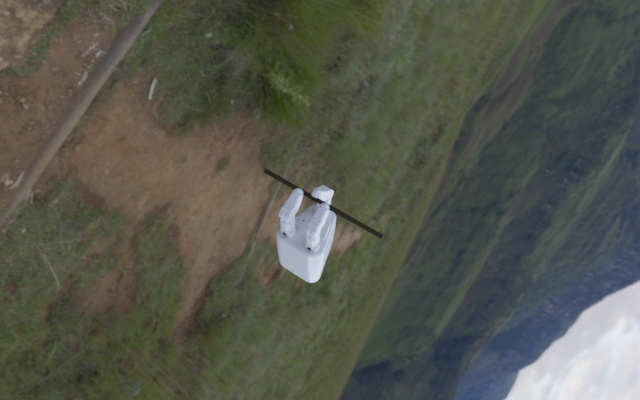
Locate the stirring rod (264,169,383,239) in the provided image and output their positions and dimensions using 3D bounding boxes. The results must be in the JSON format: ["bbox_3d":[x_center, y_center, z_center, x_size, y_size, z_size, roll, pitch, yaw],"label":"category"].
[{"bbox_3d":[0.000,0.003,0.813,0.239,0.011,0.011,29,10,19],"label":"stirring rod"}]
